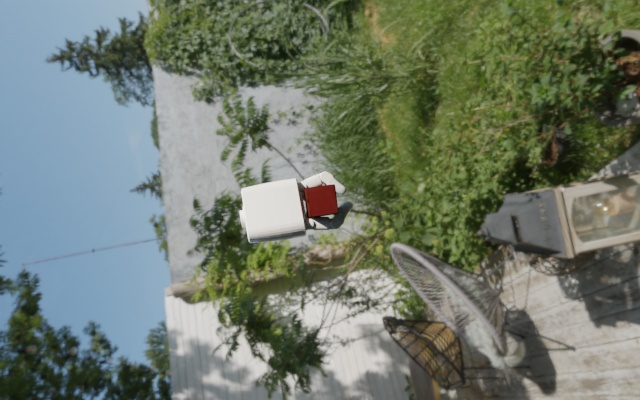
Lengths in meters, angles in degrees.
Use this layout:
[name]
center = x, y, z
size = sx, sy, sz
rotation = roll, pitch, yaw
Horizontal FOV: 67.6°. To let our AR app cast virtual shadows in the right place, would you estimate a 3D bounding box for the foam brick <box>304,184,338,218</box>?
[foam brick]
center = 0.000, 0.003, 0.864
size = 0.051, 0.053, 0.078
rotation = -7, -4, -6
